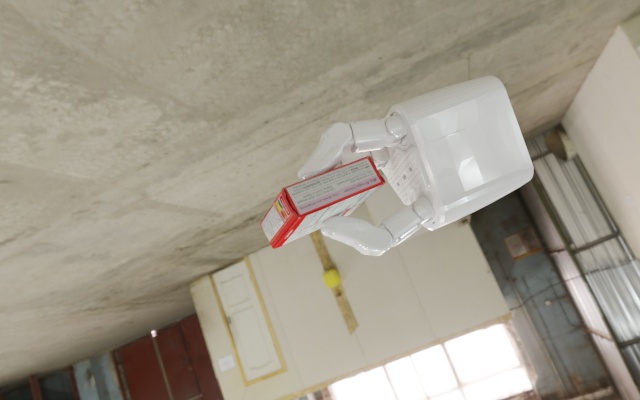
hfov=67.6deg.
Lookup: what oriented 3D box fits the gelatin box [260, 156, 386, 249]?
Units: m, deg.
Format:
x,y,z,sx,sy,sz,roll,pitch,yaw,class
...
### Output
x,y,z,sx,sy,sz,roll,pitch,yaw,class
0.000,0.002,0.402,0.089,0.030,0.073,-23,-13,-29,gelatin box
